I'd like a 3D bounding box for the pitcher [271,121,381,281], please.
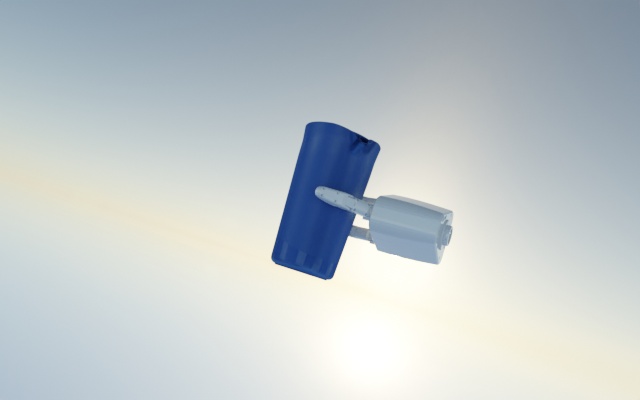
[{"bbox_3d":[0.000,0.003,0.800,0.145,0.243,0.149,15,-9,21],"label":"pitcher"}]
